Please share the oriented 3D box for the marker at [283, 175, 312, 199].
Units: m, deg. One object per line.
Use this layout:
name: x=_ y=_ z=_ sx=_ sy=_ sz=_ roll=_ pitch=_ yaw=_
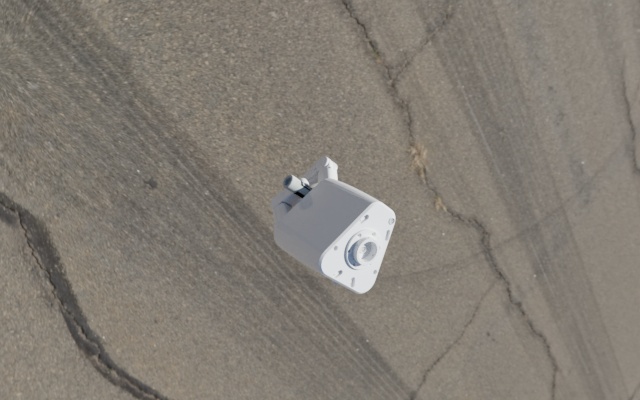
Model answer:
marker: x=0.000 y=0.002 z=0.632 sx=0.121 sy=0.020 sz=0.020 roll=33 pitch=-21 yaw=-36
